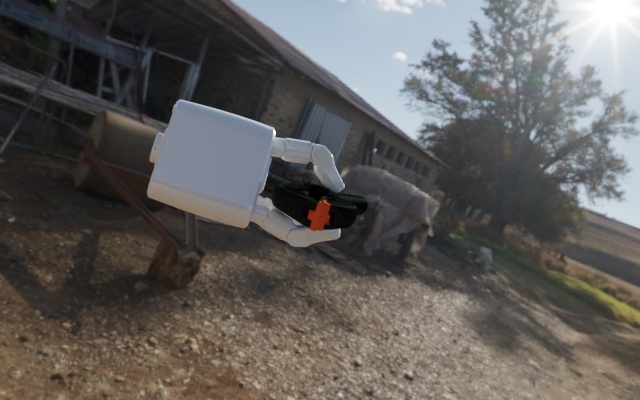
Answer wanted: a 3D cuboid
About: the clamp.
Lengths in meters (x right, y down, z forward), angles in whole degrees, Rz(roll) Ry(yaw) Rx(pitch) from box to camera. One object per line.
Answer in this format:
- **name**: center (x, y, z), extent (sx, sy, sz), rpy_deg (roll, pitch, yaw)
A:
- **clamp**: center (0.000, 0.001, 0.549), extent (0.164, 0.036, 0.210), rpy_deg (14, 7, -14)
